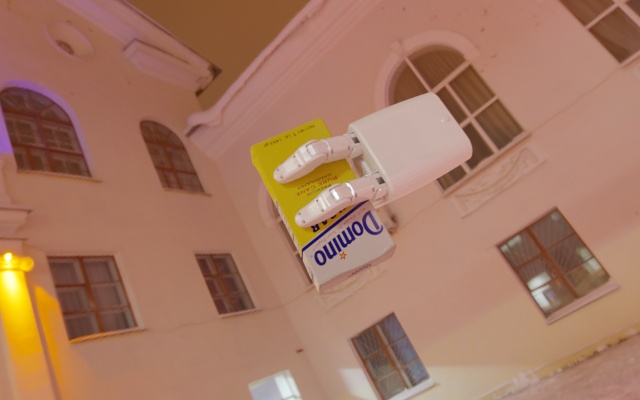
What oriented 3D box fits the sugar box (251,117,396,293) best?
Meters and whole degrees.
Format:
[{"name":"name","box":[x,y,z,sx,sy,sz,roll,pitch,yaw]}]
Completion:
[{"name":"sugar box","box":[0.000,0.001,0.527,0.093,0.176,0.048,-25,-22,-11]}]
